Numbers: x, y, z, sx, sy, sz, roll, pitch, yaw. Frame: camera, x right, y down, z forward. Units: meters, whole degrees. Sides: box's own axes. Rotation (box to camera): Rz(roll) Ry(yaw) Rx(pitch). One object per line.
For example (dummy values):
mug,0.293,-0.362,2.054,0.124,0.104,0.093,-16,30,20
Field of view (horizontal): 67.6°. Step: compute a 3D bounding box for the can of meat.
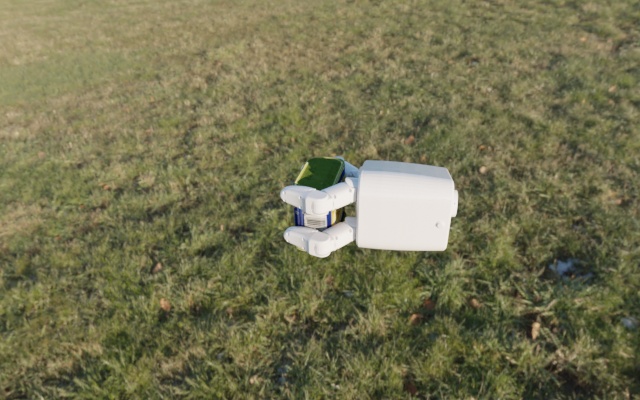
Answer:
can of meat,0.000,0.002,0.605,0.057,0.084,0.102,6,32,11
